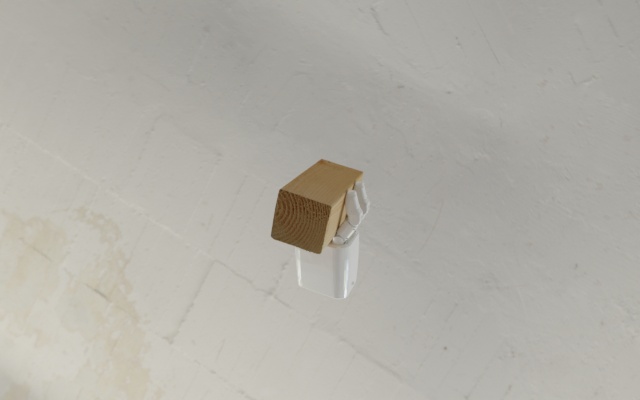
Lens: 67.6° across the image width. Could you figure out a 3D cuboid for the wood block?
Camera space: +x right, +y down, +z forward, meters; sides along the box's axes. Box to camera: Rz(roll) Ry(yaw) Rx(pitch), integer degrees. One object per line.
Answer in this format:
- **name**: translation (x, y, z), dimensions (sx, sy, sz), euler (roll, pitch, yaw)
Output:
- **wood block**: translation (0.000, 0.003, 0.838), dimensions (0.091, 0.090, 0.206), euler (18, 23, 13)
